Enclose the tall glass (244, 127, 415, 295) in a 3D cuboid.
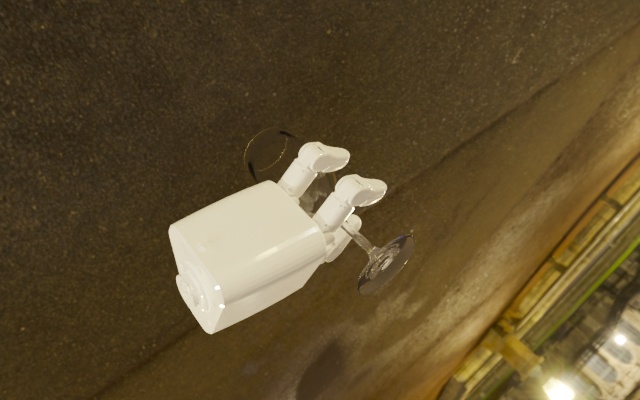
[{"bbox_3d":[0.001,0.002,0.497,0.079,0.079,0.201,0,37,-51],"label":"tall glass"}]
